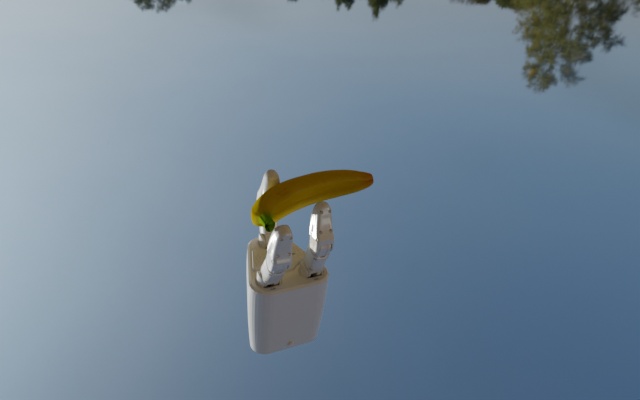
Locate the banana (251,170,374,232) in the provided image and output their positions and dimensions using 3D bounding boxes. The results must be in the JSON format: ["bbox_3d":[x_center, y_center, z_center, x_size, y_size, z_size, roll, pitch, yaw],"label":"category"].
[{"bbox_3d":[-0.016,-0.004,0.567,0.069,0.037,0.197,25,33,31],"label":"banana"}]
